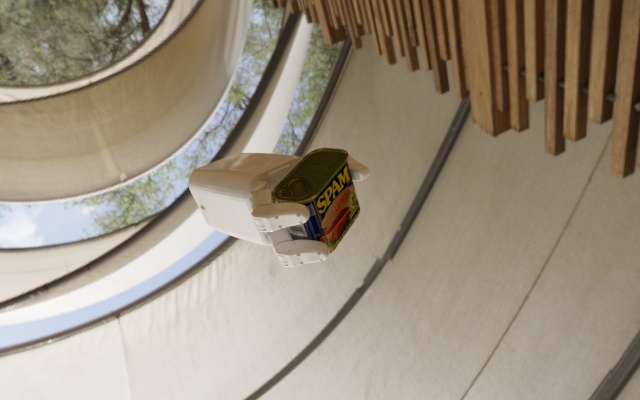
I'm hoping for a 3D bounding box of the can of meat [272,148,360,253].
[{"bbox_3d":[0.000,0.002,0.554,0.057,0.084,0.102,8,42,34],"label":"can of meat"}]
